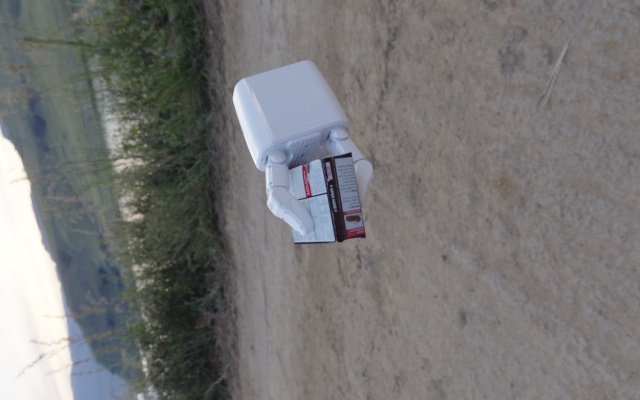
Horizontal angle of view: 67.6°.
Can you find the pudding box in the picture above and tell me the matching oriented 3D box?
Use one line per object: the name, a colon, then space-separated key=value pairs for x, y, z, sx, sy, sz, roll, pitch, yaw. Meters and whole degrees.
pudding box: x=0.000 y=0.002 z=0.522 sx=0.039 sy=0.090 sz=0.113 roll=-10 pitch=0 yaw=-25
